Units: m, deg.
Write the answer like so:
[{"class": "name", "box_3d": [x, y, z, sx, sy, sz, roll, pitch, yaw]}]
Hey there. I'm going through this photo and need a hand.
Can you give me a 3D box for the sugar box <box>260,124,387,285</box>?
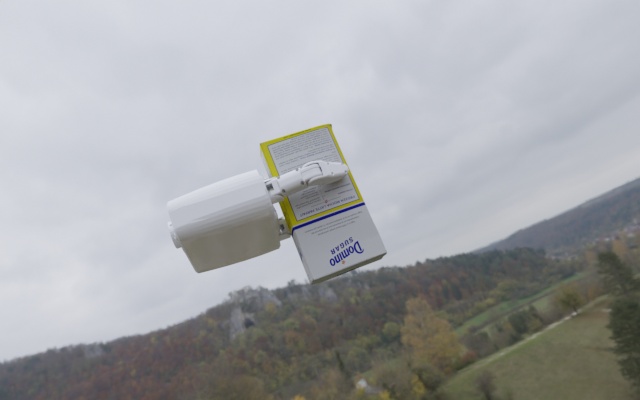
[{"class": "sugar box", "box_3d": [0.000, 0.002, 0.567, 0.093, 0.176, 0.048, -19, -14, -11]}]
